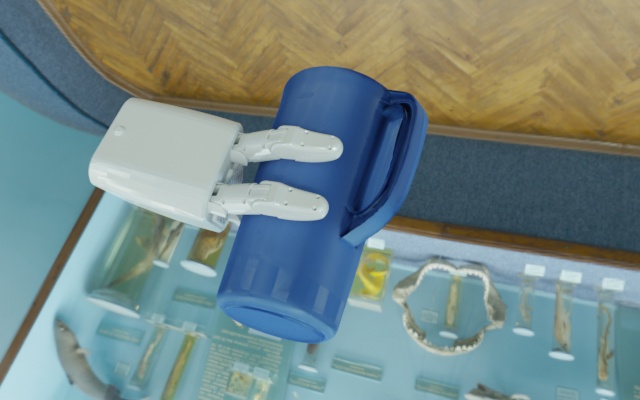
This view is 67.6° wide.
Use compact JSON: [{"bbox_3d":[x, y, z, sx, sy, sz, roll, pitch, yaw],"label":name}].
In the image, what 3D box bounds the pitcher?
[{"bbox_3d":[0.000,0.001,0.450,0.145,0.242,0.149,17,-26,1],"label":"pitcher"}]
